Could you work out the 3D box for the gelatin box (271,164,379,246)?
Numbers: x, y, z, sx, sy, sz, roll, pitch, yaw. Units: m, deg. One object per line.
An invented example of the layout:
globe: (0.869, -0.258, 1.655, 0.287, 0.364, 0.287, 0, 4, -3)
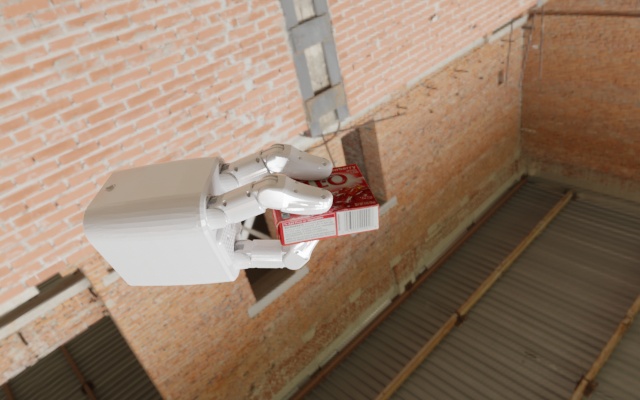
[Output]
gelatin box: (0.000, 0.002, 0.429, 0.089, 0.030, 0.073, -9, 34, -8)
